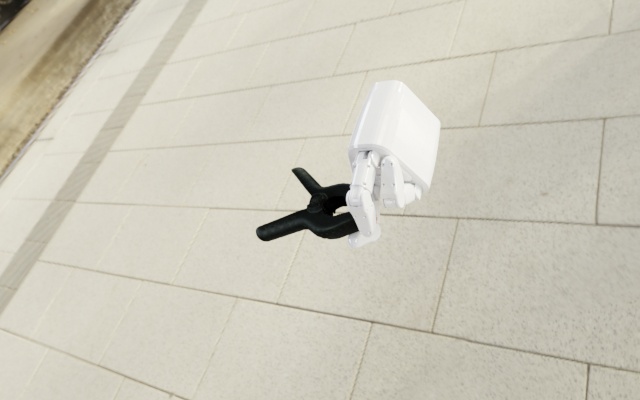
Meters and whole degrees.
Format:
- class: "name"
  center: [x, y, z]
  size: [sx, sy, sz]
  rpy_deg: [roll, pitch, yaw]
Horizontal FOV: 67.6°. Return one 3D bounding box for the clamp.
- class: "clamp"
  center: [0.000, 0.002, 0.625]
  size: [0.171, 0.120, 0.039]
  rpy_deg: [0, -30, 33]
